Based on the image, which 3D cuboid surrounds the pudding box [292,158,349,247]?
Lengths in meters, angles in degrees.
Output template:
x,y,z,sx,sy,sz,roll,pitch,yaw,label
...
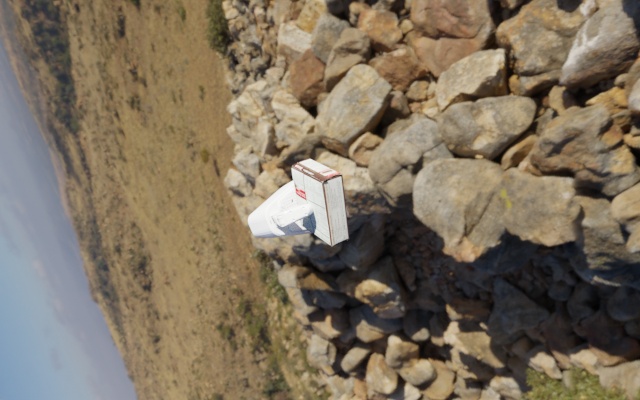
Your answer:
x,y,z,sx,sy,sz,roll,pitch,yaw,label
0.000,0.002,0.727,0.039,0.113,0.090,-25,32,-27,pudding box
